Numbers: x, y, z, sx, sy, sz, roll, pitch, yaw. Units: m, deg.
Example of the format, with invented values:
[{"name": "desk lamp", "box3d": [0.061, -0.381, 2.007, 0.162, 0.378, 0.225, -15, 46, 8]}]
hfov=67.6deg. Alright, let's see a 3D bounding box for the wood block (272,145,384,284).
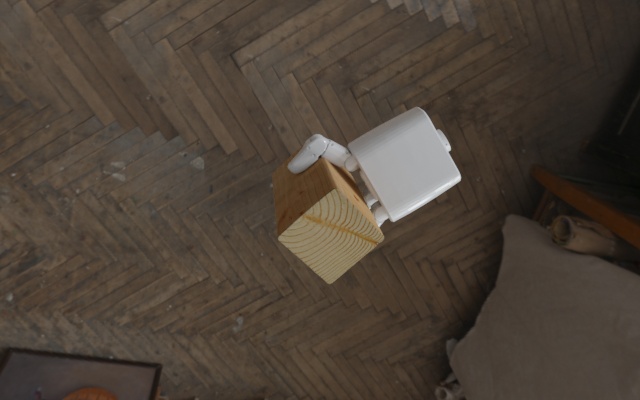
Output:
[{"name": "wood block", "box3d": [0.000, 0.002, 0.628, 0.090, 0.091, 0.206, -41, 22, 10]}]
